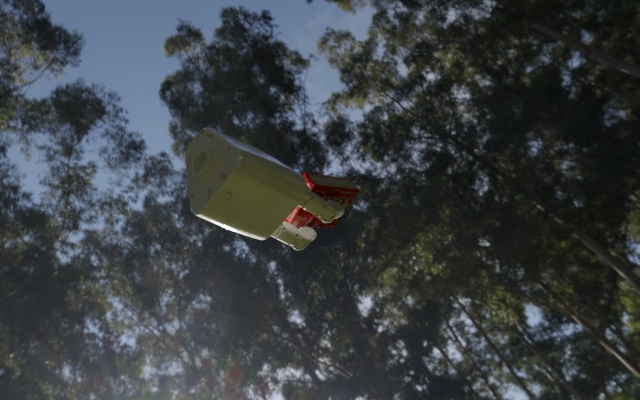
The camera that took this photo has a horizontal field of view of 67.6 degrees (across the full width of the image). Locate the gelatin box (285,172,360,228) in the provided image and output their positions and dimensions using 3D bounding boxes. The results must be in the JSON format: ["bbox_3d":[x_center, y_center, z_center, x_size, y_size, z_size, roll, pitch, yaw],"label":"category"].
[{"bbox_3d":[0.000,0.002,0.658,0.089,0.073,0.030,6,36,-43],"label":"gelatin box"}]
